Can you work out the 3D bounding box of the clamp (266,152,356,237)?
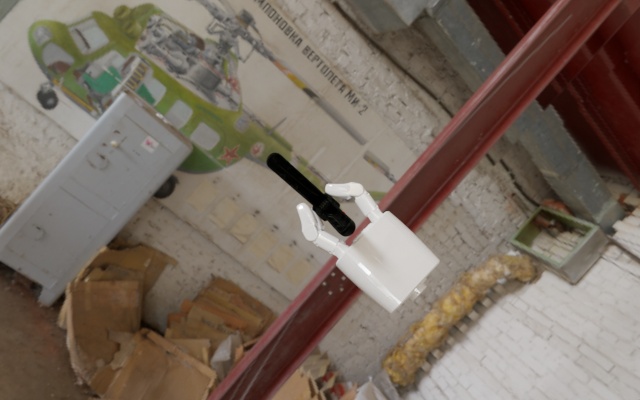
[{"bbox_3d":[0.001,0.002,0.732,0.164,0.036,0.210,44,1,14],"label":"clamp"}]
